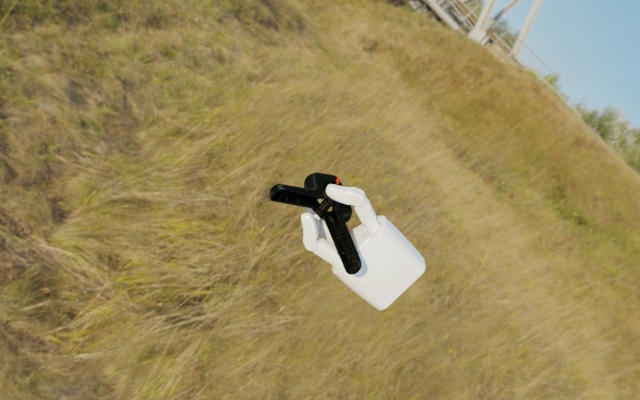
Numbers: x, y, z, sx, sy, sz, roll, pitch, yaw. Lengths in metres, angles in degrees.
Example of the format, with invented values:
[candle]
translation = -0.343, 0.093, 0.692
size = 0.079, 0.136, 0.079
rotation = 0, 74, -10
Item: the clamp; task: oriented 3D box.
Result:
[clamp]
translation = 0.001, 0.002, 0.719
size = 0.036, 0.164, 0.210
rotation = -41, 17, 21
